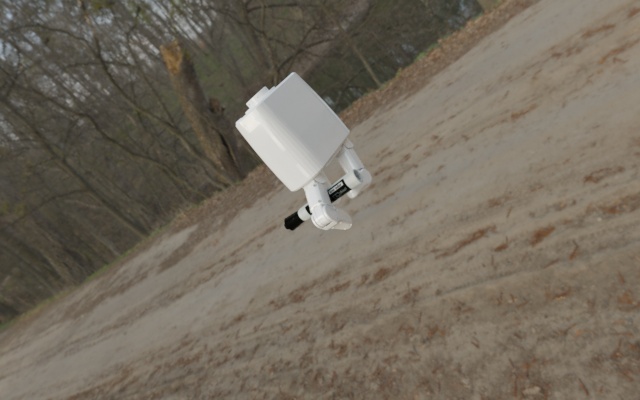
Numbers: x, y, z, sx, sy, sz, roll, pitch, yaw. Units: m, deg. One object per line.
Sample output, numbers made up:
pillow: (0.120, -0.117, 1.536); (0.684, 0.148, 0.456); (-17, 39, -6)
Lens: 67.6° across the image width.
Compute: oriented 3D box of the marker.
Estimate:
marker: (0.000, 0.002, 0.582); (0.121, 0.020, 0.020); (-36, -18, 28)
